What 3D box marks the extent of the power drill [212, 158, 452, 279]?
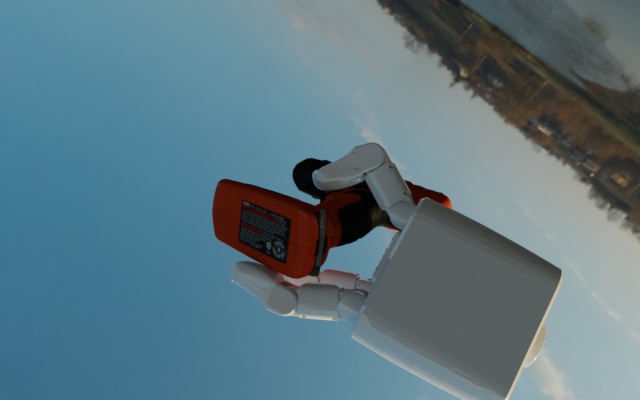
[{"bbox_3d":[0.000,0.002,0.428,0.184,0.057,0.187,18,21,37],"label":"power drill"}]
